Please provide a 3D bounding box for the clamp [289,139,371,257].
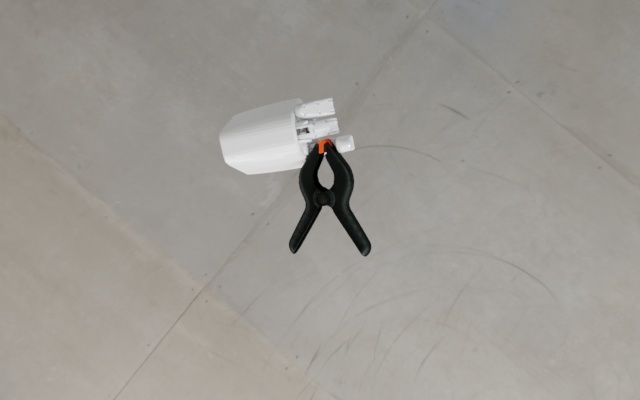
[{"bbox_3d":[0.000,0.002,0.673,0.120,0.171,0.039,-10,5,13],"label":"clamp"}]
